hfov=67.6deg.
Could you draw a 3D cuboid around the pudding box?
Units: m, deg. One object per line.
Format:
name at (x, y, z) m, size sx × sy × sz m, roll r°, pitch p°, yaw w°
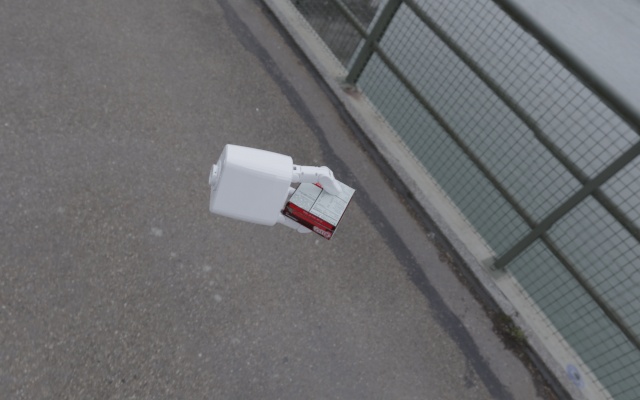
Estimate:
pudding box at (0.000, 0.002, 0.796) m, size 0.090 × 0.039 × 0.113 m, roll 30°, pitch 43°, yaw 2°
